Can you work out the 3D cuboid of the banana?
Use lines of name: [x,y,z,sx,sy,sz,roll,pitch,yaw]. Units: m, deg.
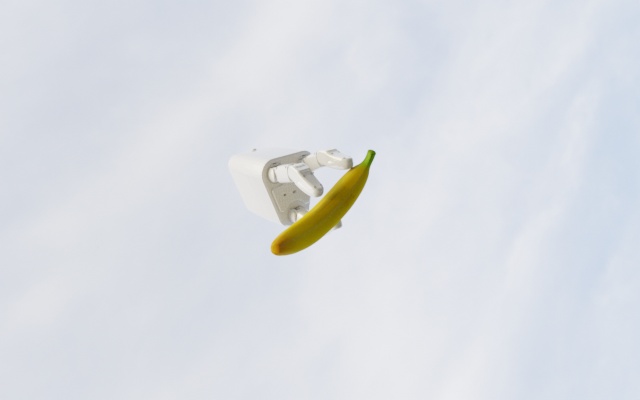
banana: [0.004,0.012,0.620,0.037,0.197,0.070,29,-30,27]
